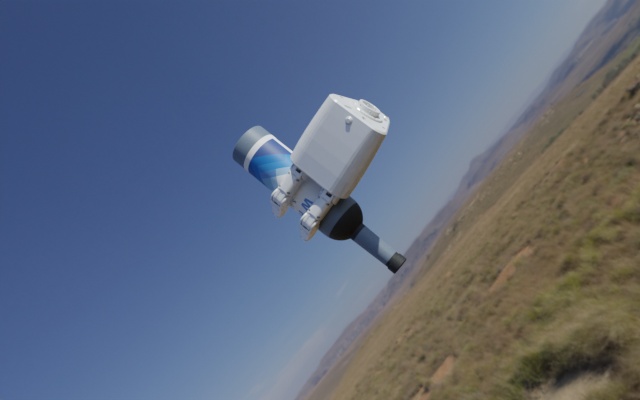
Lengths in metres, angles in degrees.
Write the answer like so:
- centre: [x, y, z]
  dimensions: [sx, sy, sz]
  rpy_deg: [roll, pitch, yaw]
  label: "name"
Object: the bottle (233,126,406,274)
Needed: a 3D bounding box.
- centre: [0.000, 0.002, 0.698]
  dimensions: [0.295, 0.069, 0.069]
  rpy_deg: [39, 10, 13]
  label: "bottle"
